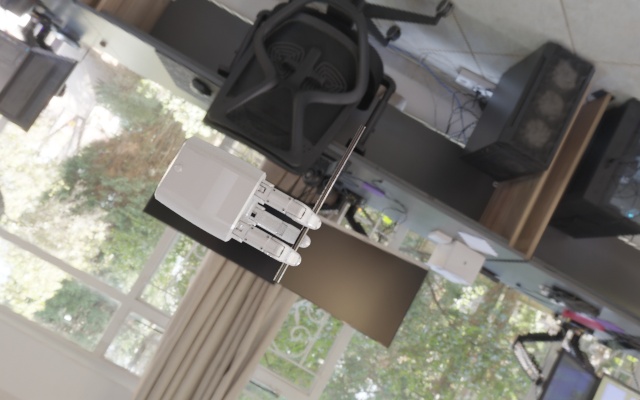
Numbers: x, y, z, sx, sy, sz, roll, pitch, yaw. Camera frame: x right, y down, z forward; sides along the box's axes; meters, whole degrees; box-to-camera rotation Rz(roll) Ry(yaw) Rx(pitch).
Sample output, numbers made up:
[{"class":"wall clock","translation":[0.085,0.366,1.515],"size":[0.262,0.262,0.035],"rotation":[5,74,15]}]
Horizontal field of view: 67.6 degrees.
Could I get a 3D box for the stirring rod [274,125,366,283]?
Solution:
[{"class":"stirring rod","translation":[0.000,0.002,0.642],"size":[0.011,0.239,0.011],"rotation":[29,-7,4]}]
